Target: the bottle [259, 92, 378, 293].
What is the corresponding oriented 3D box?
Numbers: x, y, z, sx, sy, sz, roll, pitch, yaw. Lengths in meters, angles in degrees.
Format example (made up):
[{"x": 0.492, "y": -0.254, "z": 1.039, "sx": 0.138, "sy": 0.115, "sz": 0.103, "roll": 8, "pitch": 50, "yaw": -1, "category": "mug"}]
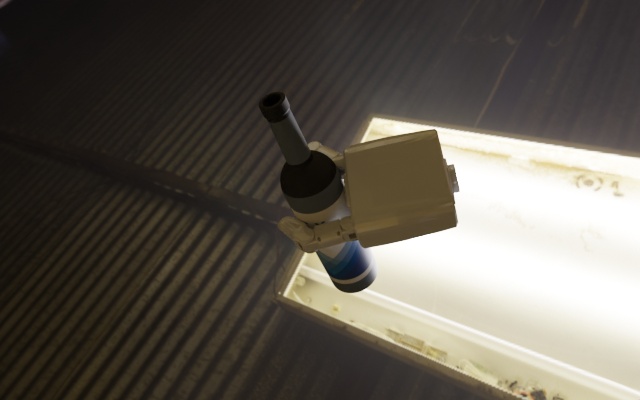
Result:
[{"x": 0.000, "y": 0.002, "z": 0.552, "sx": 0.069, "sy": 0.069, "sz": 0.296, "roll": 0, "pitch": -41, "yaw": 25, "category": "bottle"}]
